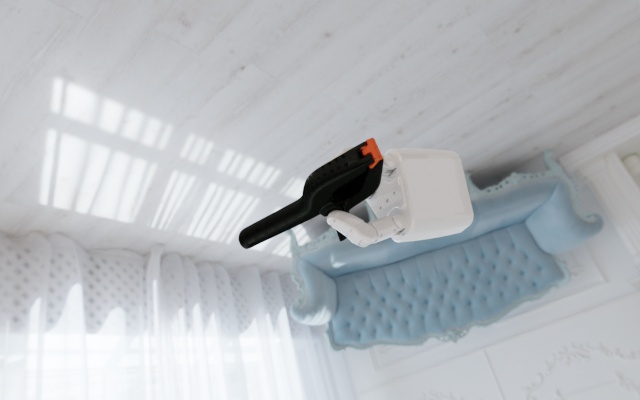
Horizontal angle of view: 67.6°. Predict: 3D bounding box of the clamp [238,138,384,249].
[{"bbox_3d":[0.001,0.002,0.567,0.164,0.036,0.210,-6,-29,-29],"label":"clamp"}]
